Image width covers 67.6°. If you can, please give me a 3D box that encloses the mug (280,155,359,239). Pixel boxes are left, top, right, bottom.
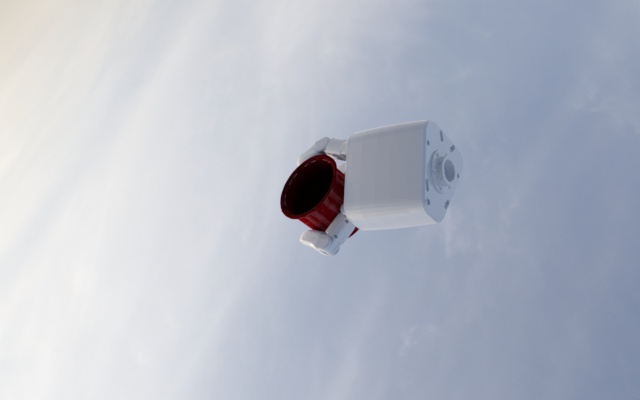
[{"bbox_3d":[-0.001,0.002,0.625,0.117,0.093,0.081,-5,-33,44],"label":"mug"}]
